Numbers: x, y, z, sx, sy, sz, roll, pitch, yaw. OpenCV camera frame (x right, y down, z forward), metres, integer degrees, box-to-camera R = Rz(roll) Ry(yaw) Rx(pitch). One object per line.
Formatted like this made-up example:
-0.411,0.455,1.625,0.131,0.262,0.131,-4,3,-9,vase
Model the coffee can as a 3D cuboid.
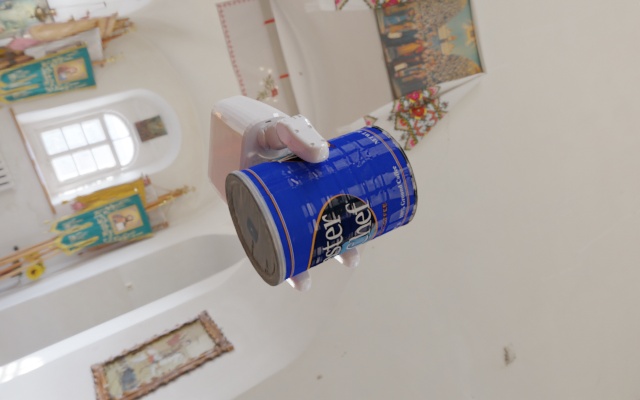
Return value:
0.000,0.001,0.428,0.140,0.103,0.103,-22,9,-23,coffee can
